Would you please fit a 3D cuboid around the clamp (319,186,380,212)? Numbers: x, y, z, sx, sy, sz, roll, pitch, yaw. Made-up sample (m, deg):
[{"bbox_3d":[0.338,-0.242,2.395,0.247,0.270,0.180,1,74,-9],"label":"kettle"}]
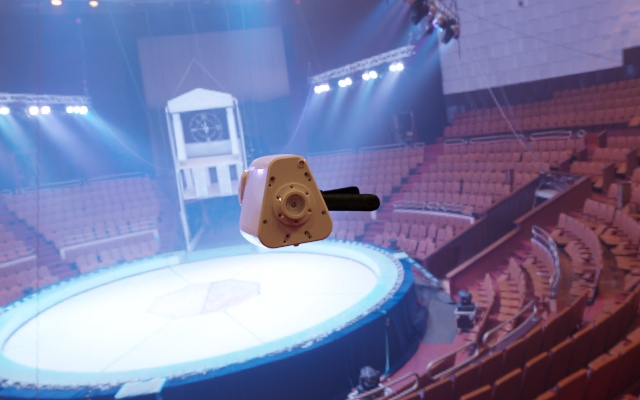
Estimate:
[{"bbox_3d":[0.000,0.002,0.700,0.171,0.039,0.120,-8,4,-19],"label":"clamp"}]
